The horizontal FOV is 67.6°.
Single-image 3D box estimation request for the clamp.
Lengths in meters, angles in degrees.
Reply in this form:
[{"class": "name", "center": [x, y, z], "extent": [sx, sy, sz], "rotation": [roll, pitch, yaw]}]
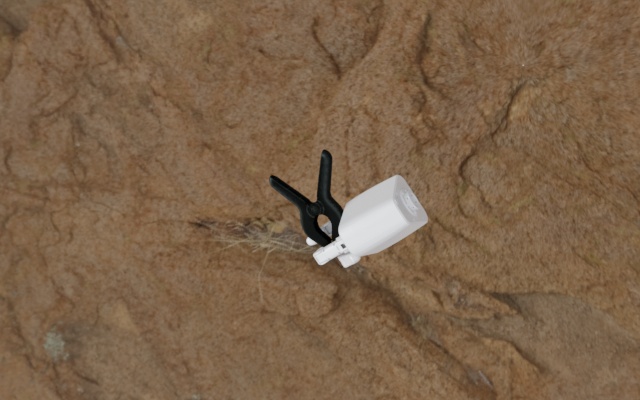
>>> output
[{"class": "clamp", "center": [0.000, 0.003, 0.803], "extent": [0.120, 0.171, 0.039], "rotation": [-33, 0, 27]}]
